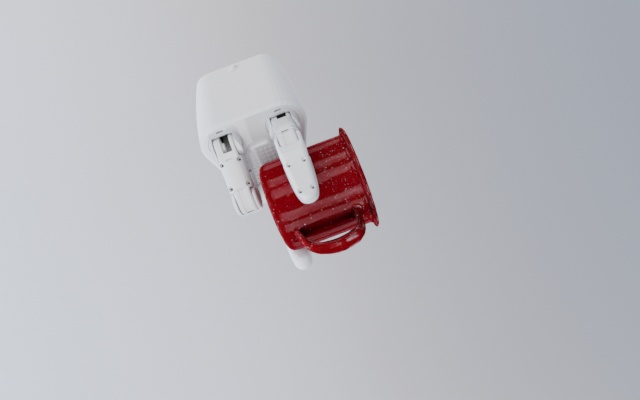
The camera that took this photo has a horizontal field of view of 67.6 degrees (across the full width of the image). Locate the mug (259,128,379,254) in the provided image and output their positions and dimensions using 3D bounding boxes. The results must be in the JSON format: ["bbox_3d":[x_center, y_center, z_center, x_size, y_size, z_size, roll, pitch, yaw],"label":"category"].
[{"bbox_3d":[0.000,0.002,0.413,0.081,0.093,0.117,-21,45,0],"label":"mug"}]
